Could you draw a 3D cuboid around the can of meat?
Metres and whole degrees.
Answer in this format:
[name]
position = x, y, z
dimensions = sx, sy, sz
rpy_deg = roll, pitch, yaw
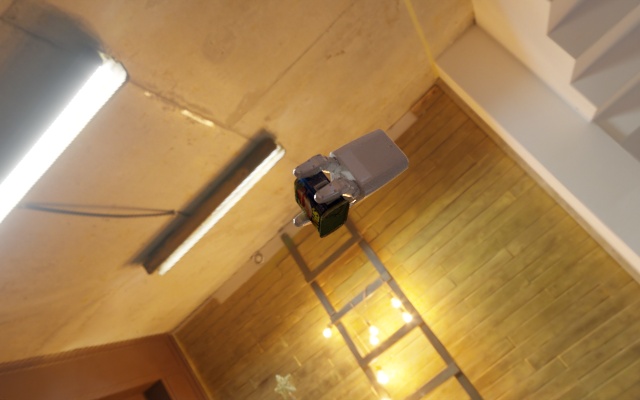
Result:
[can of meat]
position = 0.000, 0.002, 0.802
dimensions = 0.057, 0.084, 0.102
rpy_deg = -32, -20, -16
